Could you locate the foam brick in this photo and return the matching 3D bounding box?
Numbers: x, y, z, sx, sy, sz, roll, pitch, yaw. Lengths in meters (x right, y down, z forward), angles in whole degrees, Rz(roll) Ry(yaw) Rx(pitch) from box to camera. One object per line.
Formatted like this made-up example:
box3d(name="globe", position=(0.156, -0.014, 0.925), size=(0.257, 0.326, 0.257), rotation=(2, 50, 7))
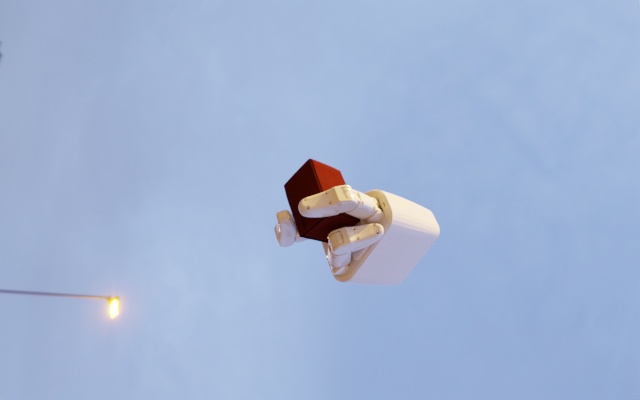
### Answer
box3d(name="foam brick", position=(0.000, 0.001, 0.551), size=(0.051, 0.078, 0.053), rotation=(15, -46, -42))
